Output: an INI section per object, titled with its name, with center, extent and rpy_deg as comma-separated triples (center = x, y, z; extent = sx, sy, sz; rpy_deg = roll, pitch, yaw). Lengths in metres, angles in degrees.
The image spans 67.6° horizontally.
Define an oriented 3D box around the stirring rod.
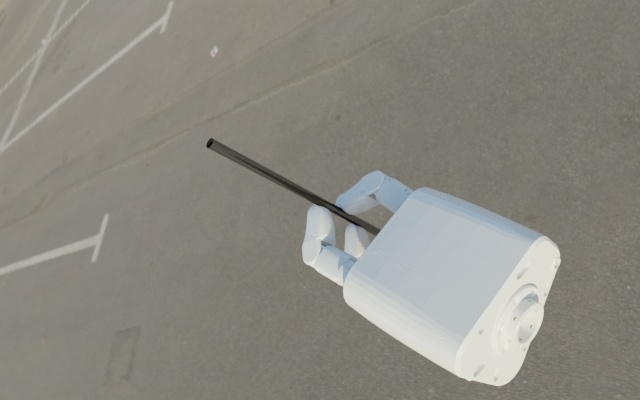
[stirring rod]
center = 0.000, 0.001, 0.421
extent = 0.011, 0.011, 0.239
rpy_deg = 0, -21, 45
